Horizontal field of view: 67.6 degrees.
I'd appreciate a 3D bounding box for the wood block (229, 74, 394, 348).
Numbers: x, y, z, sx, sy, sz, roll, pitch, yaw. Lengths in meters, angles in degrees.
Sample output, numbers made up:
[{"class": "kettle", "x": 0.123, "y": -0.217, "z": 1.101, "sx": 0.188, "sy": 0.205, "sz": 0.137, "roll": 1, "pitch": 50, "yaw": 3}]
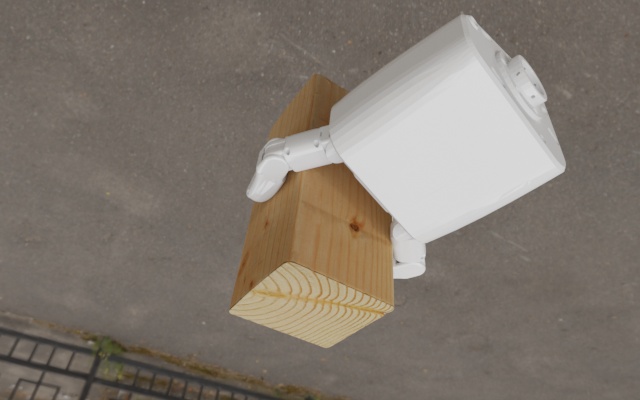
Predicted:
[{"class": "wood block", "x": 0.000, "y": 0.001, "z": 0.406, "sx": 0.091, "sy": 0.206, "sz": 0.090, "roll": 27, "pitch": -45, "yaw": -22}]
